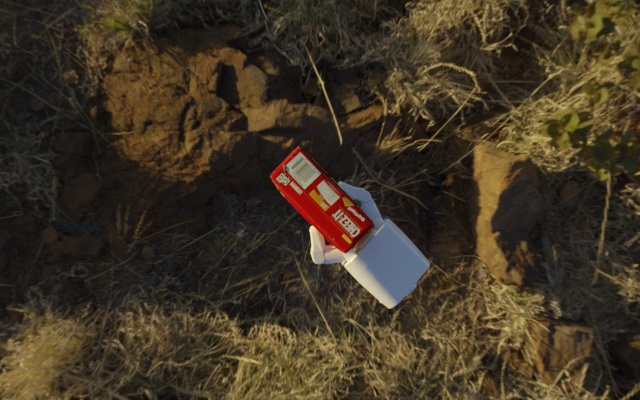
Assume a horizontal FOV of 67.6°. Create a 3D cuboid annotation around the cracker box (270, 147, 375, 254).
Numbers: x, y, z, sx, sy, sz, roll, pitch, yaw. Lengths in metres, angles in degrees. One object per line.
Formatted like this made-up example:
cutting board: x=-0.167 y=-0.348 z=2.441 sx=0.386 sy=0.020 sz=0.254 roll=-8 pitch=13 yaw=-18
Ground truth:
cracker box: x=0.000 y=0.002 z=0.802 sx=0.072 sy=0.164 sz=0.213 roll=-44 pitch=0 yaw=-2
